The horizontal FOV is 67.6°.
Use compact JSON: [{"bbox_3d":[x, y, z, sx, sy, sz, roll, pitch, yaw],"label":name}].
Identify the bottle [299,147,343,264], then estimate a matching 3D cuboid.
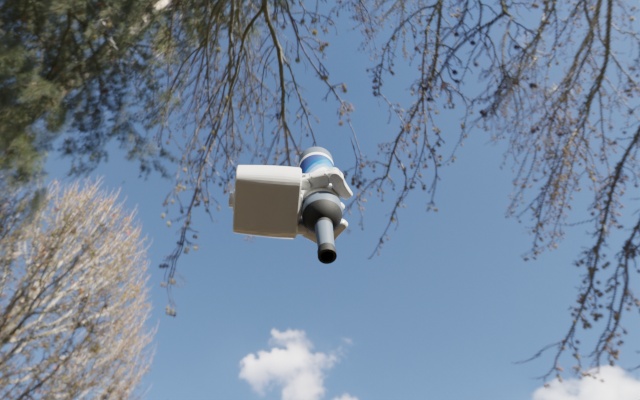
[{"bbox_3d":[0.000,0.002,0.802,0.069,0.069,0.295,0,32,-4],"label":"bottle"}]
